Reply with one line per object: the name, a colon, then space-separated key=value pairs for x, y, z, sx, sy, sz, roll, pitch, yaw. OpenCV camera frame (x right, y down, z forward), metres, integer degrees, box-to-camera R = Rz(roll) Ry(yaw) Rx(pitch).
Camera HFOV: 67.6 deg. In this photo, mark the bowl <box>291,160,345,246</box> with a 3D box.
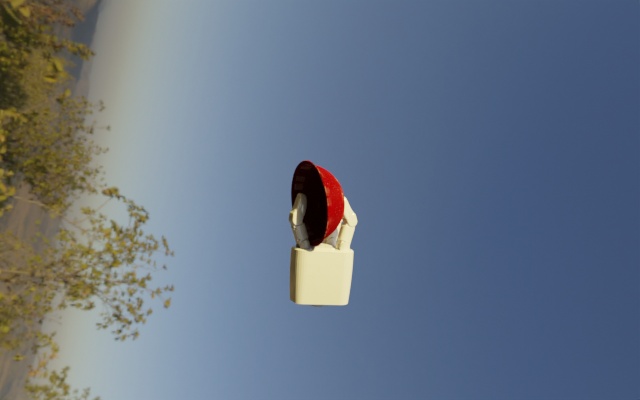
bowl: x=0.001 y=0.002 z=0.898 sx=0.055 sy=0.162 sz=0.162 roll=-7 pitch=3 yaw=-26
